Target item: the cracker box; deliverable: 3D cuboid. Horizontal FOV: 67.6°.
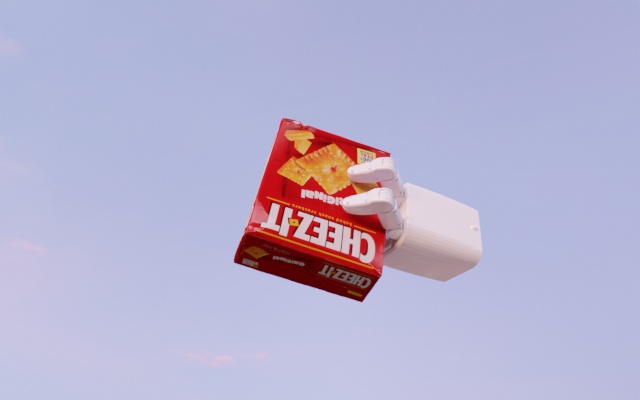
[{"bbox_3d":[0.000,0.002,0.611,0.164,0.213,0.072,18,-44,-7],"label":"cracker box"}]
